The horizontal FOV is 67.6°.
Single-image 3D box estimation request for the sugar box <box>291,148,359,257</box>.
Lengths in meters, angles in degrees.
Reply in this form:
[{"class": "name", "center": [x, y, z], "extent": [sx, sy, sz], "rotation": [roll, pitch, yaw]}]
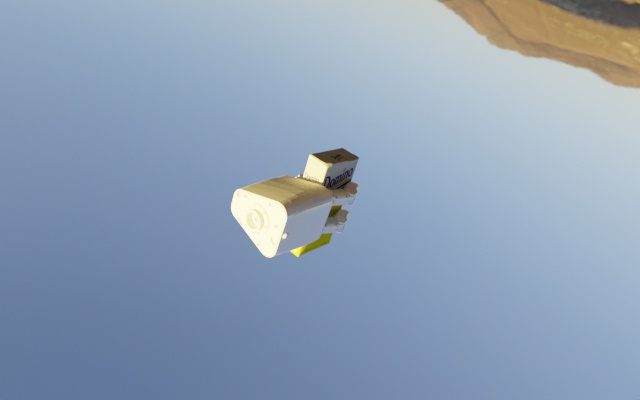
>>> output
[{"class": "sugar box", "center": [0.000, 0.003, 0.806], "extent": [0.048, 0.176, 0.093], "rotation": [35, 31, 26]}]
